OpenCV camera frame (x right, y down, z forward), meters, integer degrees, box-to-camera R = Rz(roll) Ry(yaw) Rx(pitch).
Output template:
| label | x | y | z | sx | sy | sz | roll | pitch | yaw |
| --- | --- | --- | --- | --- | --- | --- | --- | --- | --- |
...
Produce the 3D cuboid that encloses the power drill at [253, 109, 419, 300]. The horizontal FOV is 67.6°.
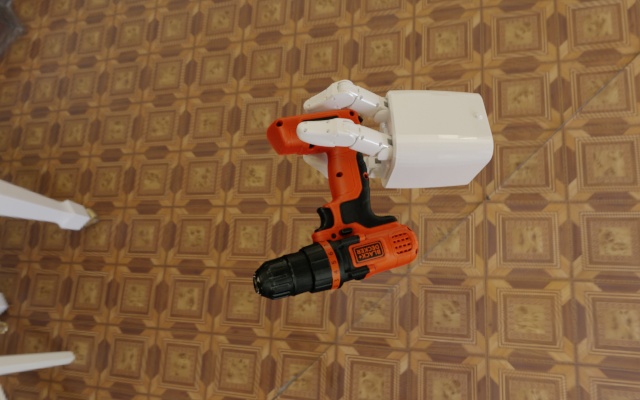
| label | x | y | z | sx | sy | sz | roll | pitch | yaw |
| --- | --- | --- | --- | --- | --- | --- | --- | --- | --- |
| power drill | 0.000 | 0.001 | 0.517 | 0.184 | 0.187 | 0.057 | -12 | -10 | -21 |
